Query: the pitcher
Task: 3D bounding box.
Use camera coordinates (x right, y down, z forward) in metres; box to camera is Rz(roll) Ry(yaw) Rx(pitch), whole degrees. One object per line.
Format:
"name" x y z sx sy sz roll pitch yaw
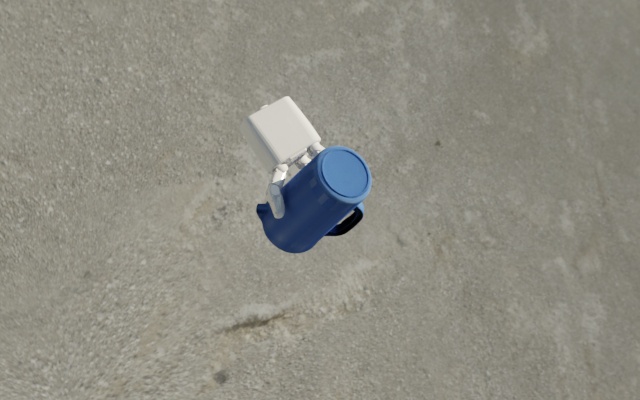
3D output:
"pitcher" 0.000 0.003 0.883 0.149 0.145 0.243 -29 -7 -34
